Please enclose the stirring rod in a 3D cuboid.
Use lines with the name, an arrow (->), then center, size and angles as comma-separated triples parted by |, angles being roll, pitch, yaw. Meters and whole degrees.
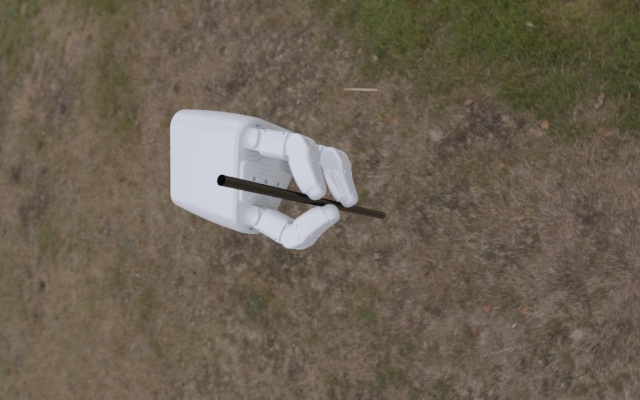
stirring rod -> 0.000, 0.001, 0.418 | 0.011, 0.011, 0.239 | 0, -7, 34
